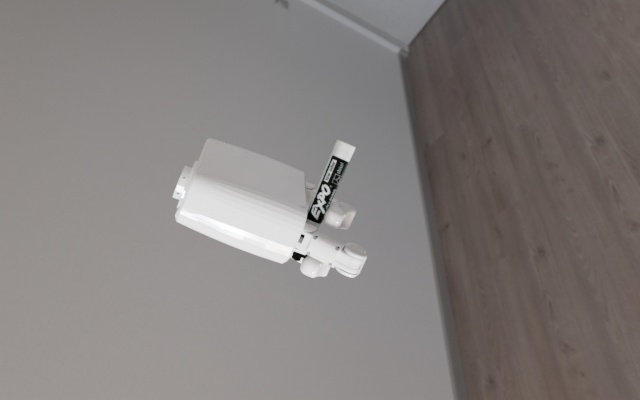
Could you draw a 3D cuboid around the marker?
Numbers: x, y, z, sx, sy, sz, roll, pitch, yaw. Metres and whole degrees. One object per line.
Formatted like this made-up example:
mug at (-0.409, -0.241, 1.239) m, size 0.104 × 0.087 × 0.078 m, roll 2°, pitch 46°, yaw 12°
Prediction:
marker at (0.000, 0.002, 0.450) m, size 0.020 × 0.121 × 0.020 m, roll 23°, pitch 8°, yaw -3°
